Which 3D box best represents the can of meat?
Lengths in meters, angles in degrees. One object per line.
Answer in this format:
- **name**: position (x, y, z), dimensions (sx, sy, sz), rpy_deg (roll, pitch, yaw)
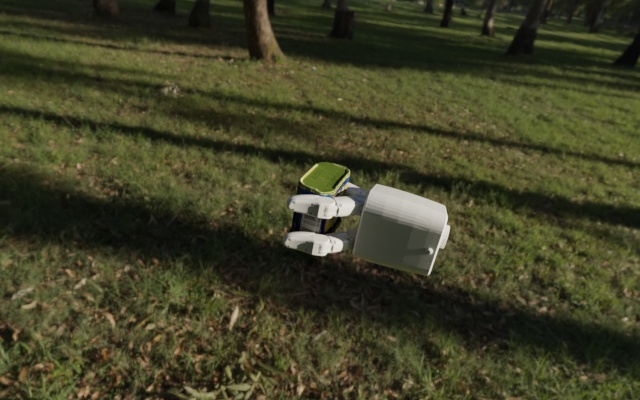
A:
- **can of meat**: position (0.000, 0.002, 0.663), dimensions (0.057, 0.084, 0.102), rpy_deg (18, 29, 13)
